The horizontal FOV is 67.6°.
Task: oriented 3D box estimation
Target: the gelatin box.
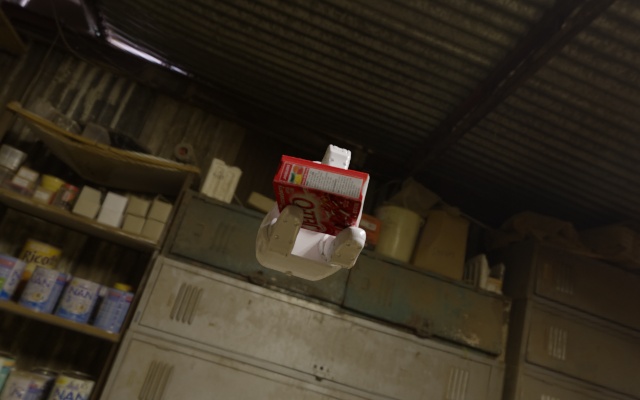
[{"bbox_3d":[0.000,0.001,0.415,0.073,0.030,0.089,14,-25,6],"label":"gelatin box"}]
